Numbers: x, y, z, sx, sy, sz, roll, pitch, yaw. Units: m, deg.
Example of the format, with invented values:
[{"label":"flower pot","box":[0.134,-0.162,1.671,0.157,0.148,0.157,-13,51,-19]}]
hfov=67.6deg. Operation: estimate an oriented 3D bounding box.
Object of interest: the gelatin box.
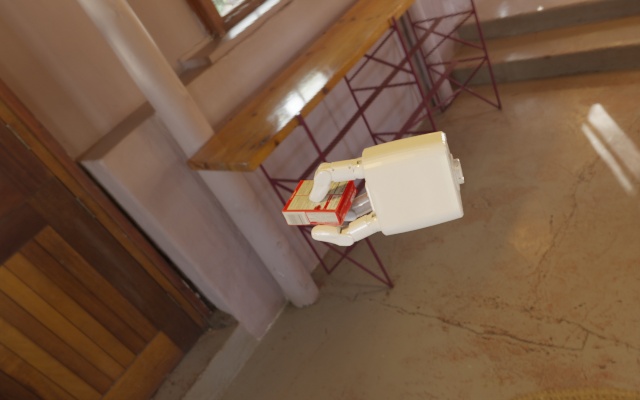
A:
[{"label":"gelatin box","box":[0.000,0.002,0.685,0.089,0.030,0.073,-1,40,27]}]
